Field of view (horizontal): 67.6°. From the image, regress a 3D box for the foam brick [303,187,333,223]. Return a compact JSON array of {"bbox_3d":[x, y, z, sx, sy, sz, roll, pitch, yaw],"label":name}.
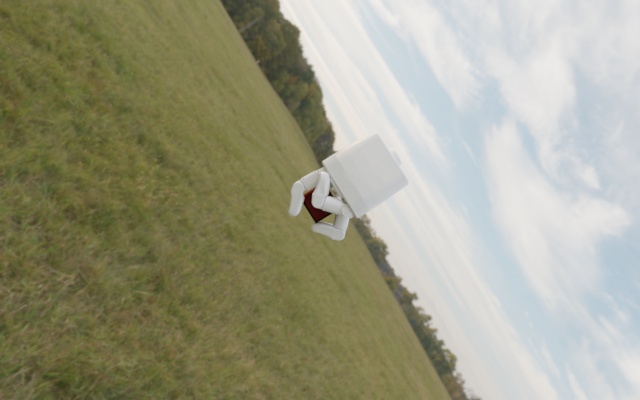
[{"bbox_3d":[0.000,0.003,0.862,0.051,0.053,0.078,-32,5,2],"label":"foam brick"}]
